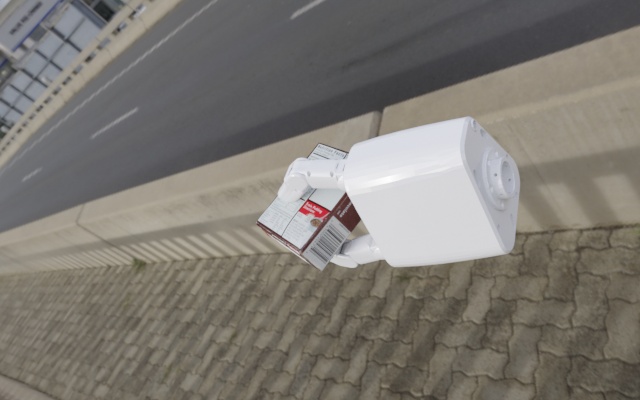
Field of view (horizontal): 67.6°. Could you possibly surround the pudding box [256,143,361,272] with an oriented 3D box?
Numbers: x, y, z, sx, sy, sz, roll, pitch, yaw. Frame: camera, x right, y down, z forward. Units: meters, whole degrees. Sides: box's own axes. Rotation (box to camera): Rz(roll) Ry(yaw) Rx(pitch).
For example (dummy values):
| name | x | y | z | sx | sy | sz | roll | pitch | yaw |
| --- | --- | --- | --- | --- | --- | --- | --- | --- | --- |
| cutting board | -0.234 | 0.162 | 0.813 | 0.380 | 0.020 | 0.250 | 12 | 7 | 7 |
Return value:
| name | x | y | z | sx | sy | sz | roll | pitch | yaw |
| --- | --- | --- | --- | --- | --- | --- | --- | --- | --- |
| pudding box | 0.000 | 0.001 | 0.473 | 0.090 | 0.113 | 0.039 | 26 | -16 | 52 |
